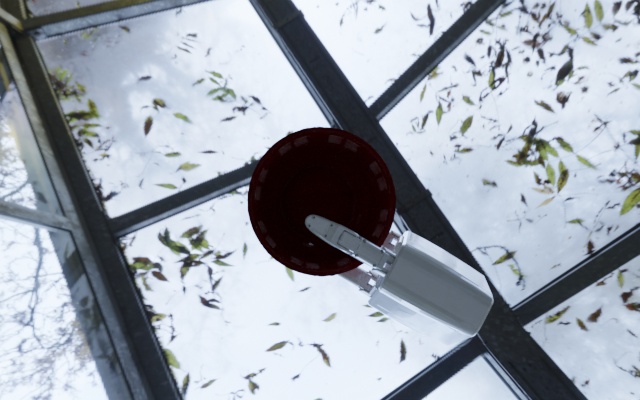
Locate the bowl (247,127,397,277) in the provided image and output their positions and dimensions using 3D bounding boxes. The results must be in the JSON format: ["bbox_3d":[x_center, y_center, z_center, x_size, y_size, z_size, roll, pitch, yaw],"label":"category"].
[{"bbox_3d":[-0.001,0.001,0.539,0.162,0.162,0.055,0,-2,-5],"label":"bowl"}]
